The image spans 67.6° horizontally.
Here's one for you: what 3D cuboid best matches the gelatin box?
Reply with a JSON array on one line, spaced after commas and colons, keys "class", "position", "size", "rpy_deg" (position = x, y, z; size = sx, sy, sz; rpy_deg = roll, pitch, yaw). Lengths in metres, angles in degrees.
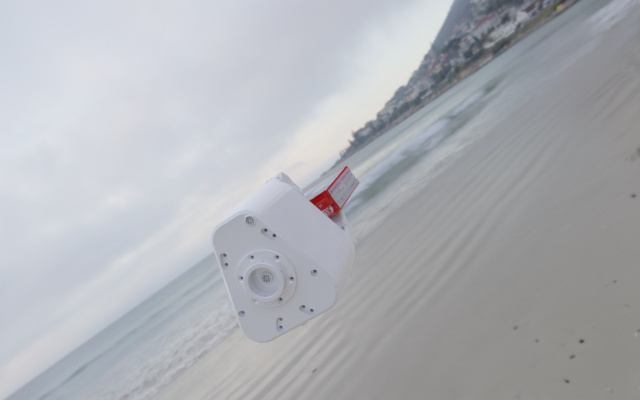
[{"class": "gelatin box", "position": [0.000, 0.001, 0.554], "size": [0.073, 0.030, 0.089], "rpy_deg": [-32, 10, 28]}]
